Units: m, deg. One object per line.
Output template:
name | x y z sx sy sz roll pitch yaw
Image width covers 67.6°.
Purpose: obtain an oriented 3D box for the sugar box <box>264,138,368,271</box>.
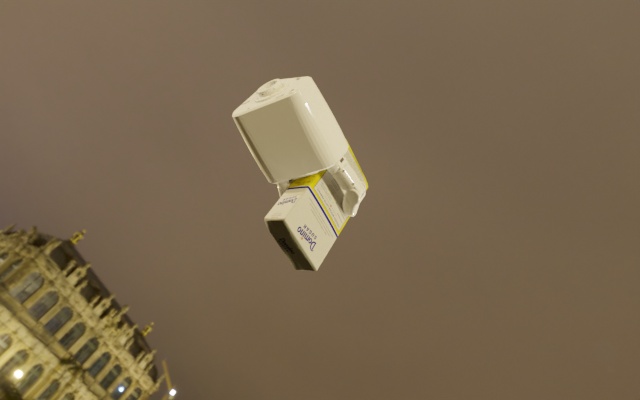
sugar box | 0.000 0.002 0.658 0.048 0.093 0.176 -2 38 41
